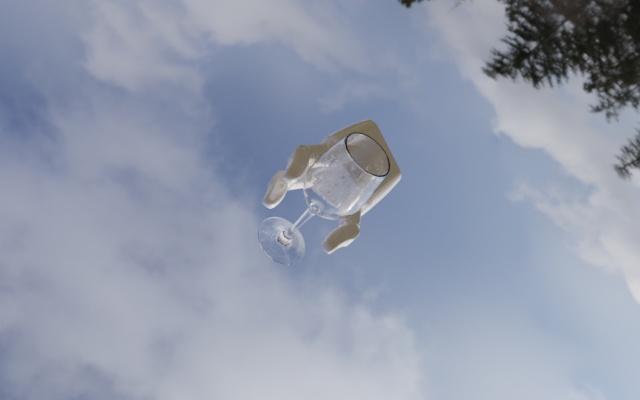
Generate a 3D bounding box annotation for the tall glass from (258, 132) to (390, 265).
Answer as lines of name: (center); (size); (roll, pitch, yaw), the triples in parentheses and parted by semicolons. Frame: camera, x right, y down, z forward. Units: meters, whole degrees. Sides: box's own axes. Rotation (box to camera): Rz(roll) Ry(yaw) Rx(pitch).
tall glass: (0.000, 0.002, 0.591); (0.079, 0.079, 0.201); (0, -32, -39)
